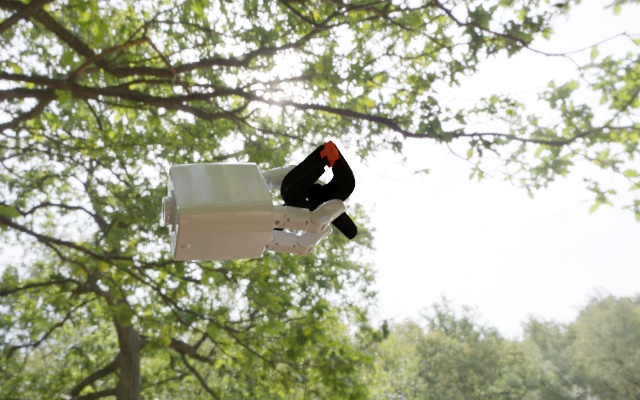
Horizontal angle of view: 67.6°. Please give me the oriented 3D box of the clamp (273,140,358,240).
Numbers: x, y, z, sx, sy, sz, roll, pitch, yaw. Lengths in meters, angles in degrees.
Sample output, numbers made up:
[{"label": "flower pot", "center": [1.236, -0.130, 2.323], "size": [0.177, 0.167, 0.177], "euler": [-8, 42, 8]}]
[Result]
[{"label": "clamp", "center": [0.000, 0.001, 0.618], "size": [0.164, 0.036, 0.210], "euler": [-1, -34, -23]}]
